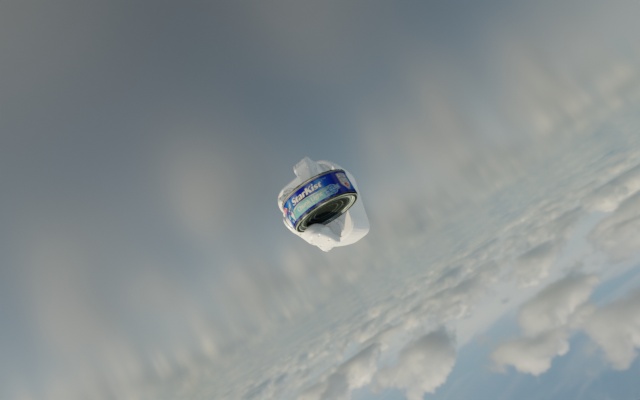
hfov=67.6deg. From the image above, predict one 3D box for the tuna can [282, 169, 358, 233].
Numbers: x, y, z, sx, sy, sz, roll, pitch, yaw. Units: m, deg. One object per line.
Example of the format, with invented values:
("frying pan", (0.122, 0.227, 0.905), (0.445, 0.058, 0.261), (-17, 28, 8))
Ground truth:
("tuna can", (0.000, 0.002, 0.555), (0.086, 0.033, 0.086), (-28, -18, -9))
